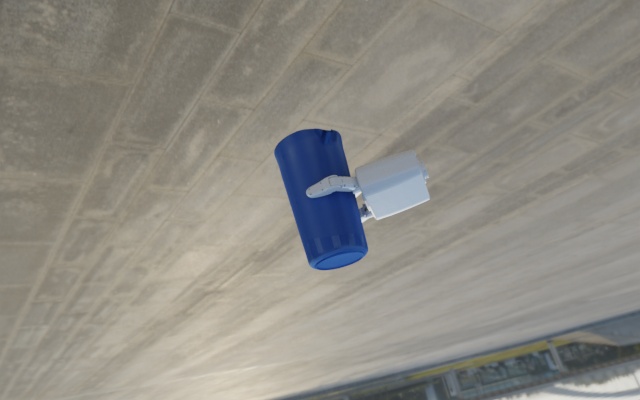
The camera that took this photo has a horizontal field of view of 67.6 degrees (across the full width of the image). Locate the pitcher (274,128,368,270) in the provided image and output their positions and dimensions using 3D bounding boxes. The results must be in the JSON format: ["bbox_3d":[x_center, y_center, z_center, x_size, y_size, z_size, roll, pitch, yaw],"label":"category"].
[{"bbox_3d":[0.000,0.003,0.881,0.145,0.242,0.149,-20,-23,11],"label":"pitcher"}]
